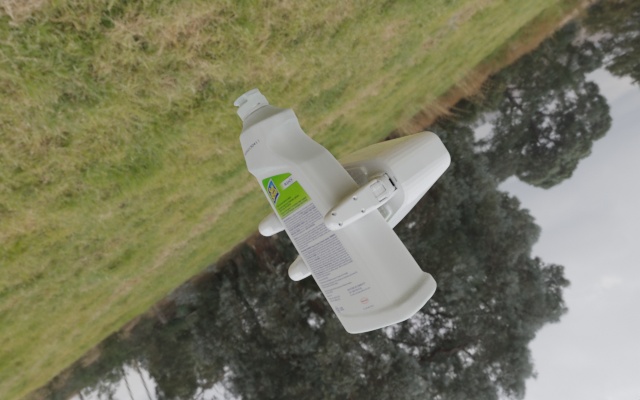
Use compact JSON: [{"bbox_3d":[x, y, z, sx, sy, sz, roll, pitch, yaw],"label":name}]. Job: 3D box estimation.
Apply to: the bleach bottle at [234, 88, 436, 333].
[{"bbox_3d":[0.000,0.002,0.457,0.068,0.251,0.102,-32,0,-43],"label":"bleach bottle"}]
